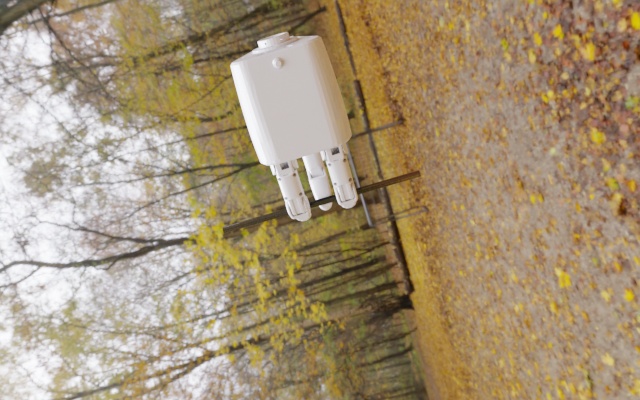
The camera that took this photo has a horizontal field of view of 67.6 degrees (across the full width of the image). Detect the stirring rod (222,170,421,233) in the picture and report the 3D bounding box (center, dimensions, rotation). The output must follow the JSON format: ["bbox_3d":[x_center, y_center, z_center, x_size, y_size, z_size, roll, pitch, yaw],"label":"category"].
[{"bbox_3d":[0.000,0.002,0.562,0.239,0.011,0.011,-16,-1,3],"label":"stirring rod"}]
